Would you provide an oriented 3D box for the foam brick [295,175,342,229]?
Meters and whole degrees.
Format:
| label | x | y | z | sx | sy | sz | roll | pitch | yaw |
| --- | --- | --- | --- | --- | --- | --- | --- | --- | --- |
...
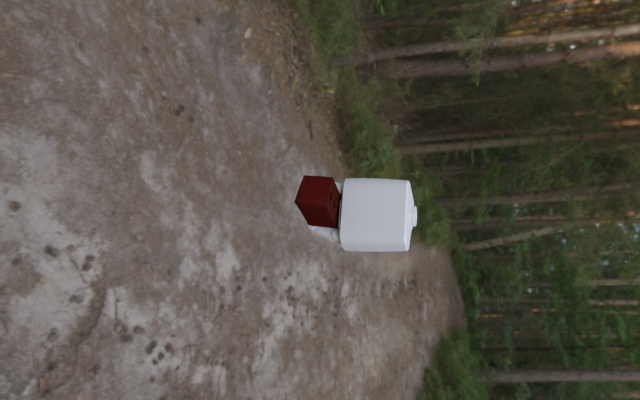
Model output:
| label | x | y | z | sx | sy | sz | roll | pitch | yaw |
| --- | --- | --- | --- | --- | --- | --- | --- | --- | --- |
| foam brick | 0.000 | 0.002 | 0.761 | 0.051 | 0.053 | 0.078 | 5 | -28 | 21 |
